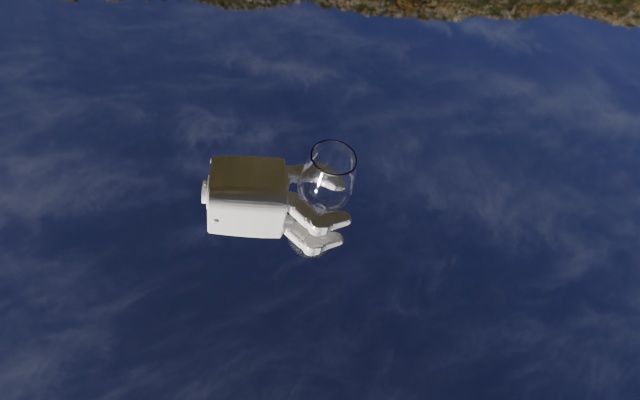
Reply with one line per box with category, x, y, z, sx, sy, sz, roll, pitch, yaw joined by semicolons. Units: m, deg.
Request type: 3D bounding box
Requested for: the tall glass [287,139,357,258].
tall glass;0.000;0.003;0.692;0.079;0.079;0.201;0;-36;-13
